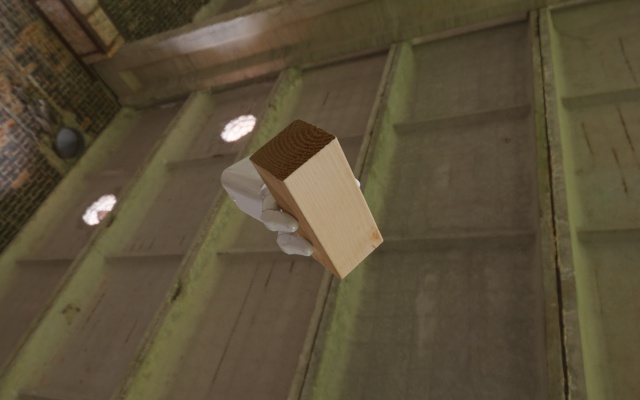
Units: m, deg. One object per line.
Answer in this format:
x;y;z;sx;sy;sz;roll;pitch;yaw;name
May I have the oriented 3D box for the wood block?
0.000;0.002;0.667;0.091;0.206;0.090;-41;42;-14;wood block
